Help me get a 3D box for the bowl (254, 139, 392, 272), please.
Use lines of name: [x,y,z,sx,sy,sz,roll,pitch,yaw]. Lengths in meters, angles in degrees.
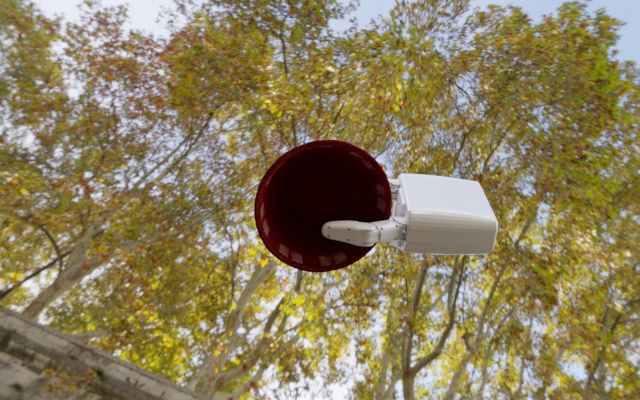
bowl: [-0.001,0.001,0.568,0.162,0.162,0.055,0,19,-12]
